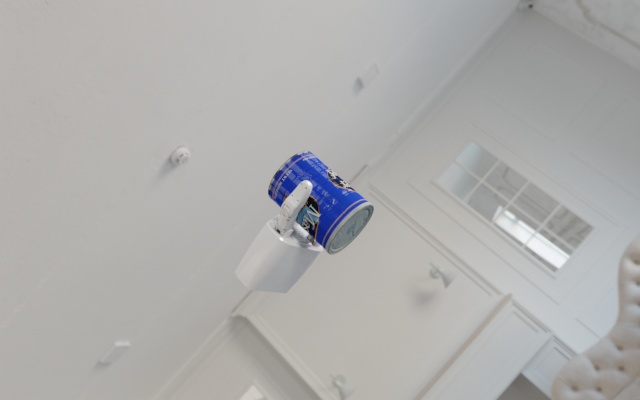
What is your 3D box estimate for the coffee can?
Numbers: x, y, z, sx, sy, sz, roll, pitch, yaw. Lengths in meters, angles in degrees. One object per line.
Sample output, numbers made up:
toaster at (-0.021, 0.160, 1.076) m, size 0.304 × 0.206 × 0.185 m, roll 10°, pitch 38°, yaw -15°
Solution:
coffee can at (0.000, 0.002, 0.765) m, size 0.140 × 0.103 × 0.103 m, roll 42°, pitch 17°, yaw 21°
